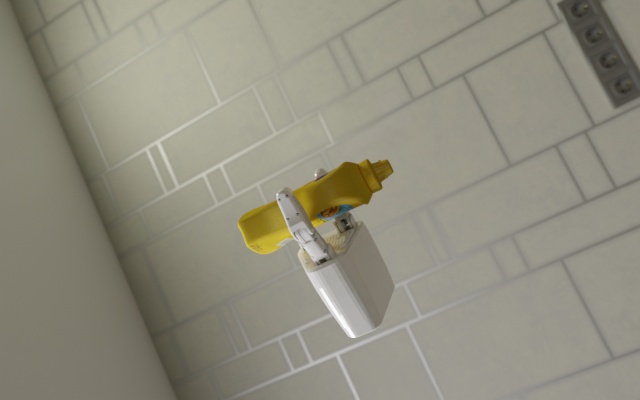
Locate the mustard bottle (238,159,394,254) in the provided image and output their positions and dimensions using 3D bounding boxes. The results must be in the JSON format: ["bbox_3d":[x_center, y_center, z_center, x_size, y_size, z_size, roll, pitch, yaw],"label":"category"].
[{"bbox_3d":[0.000,0.002,0.585,0.191,0.058,0.096,-27,-11,13],"label":"mustard bottle"}]
